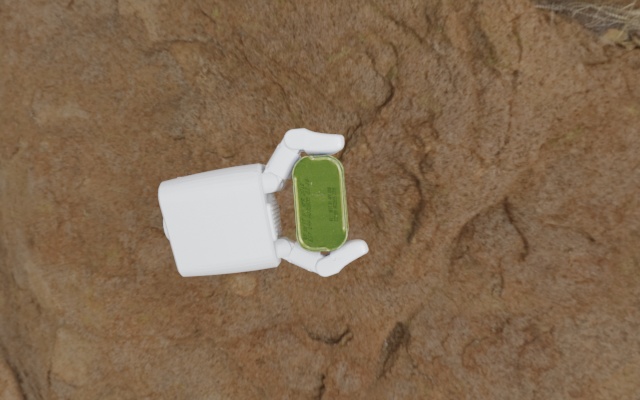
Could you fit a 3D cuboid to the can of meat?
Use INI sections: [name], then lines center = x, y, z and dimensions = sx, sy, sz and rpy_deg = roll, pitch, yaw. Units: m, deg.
[can of meat]
center = 0.000, 0.002, 0.509
dimensions = 0.057, 0.102, 0.084
rpy_deg = -4, 2, 2
